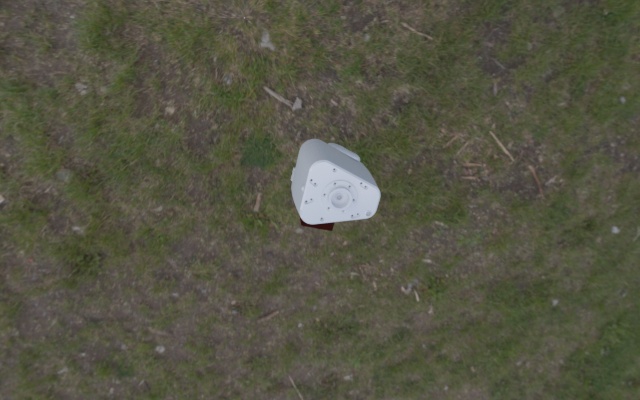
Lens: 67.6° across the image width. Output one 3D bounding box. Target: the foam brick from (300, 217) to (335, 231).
[{"bbox_3d":[0.000,0.003,0.774,0.053,0.078,0.051,10,19,-11],"label":"foam brick"}]
